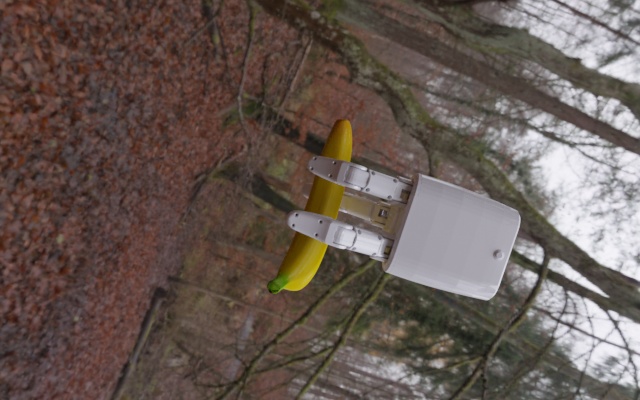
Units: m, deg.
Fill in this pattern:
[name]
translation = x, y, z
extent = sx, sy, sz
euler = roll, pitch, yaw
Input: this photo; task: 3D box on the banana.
[banana]
translation = -0.001, 0.012, 0.490
extent = 0.037, 0.197, 0.070
euler = 17, -23, 6
